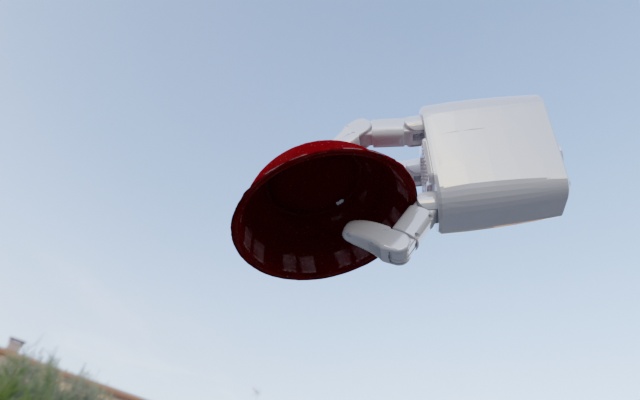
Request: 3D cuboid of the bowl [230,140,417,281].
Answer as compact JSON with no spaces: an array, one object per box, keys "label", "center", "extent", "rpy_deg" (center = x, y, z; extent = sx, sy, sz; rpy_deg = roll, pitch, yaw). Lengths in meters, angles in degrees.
[{"label":"bowl","center":[-0.001,0.001,0.422],"extent":[0.162,0.055,0.162],"rpy_deg":[-9,-43,-9]}]
